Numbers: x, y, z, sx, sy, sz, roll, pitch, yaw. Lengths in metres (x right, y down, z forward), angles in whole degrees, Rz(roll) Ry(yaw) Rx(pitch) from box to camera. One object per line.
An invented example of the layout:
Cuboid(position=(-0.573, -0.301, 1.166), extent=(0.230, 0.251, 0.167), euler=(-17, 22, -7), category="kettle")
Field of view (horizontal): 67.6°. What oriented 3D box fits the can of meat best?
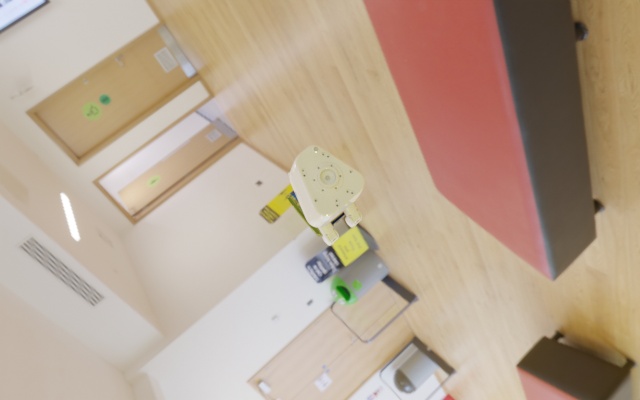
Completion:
Cuboid(position=(0.000, 0.003, 0.873), extent=(0.084, 0.102, 0.057), euler=(-40, 1, -12), category="can of meat")
